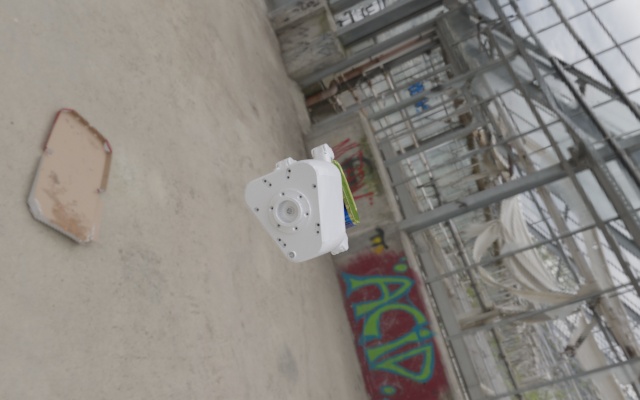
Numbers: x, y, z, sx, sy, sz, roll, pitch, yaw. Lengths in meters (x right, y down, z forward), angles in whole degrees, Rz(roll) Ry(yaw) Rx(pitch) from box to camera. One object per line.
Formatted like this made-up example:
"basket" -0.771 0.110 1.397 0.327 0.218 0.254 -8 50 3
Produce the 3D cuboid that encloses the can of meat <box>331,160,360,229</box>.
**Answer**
"can of meat" 0.000 0.002 0.676 0.084 0.102 0.057 -22 -7 14
